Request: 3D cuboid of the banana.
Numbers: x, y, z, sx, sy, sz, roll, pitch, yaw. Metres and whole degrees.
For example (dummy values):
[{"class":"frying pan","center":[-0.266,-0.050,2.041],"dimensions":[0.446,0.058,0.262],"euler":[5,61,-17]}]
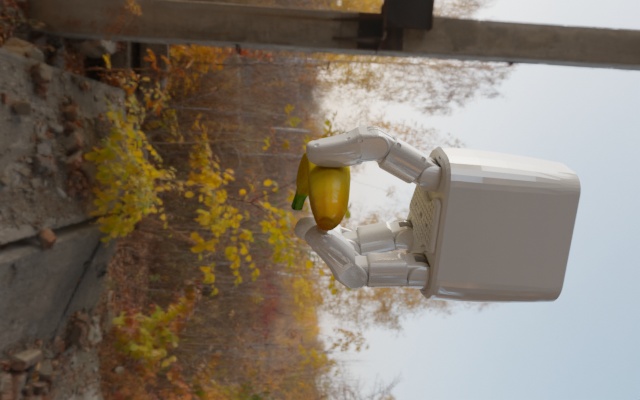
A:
[{"class":"banana","center":[0.002,-0.017,0.419],"dimensions":[0.037,0.069,0.198],"euler":[7,2,-7]}]
